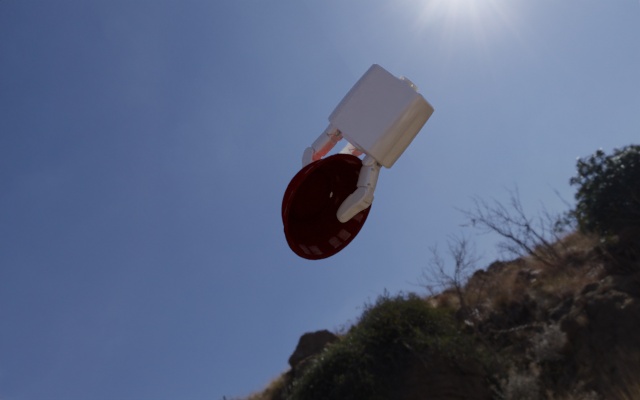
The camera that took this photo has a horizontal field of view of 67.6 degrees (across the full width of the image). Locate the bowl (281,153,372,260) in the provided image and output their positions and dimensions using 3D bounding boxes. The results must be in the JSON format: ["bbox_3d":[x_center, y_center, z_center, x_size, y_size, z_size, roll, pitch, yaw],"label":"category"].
[{"bbox_3d":[-0.001,0.003,0.685,0.162,0.162,0.055,0,21,-42],"label":"bowl"}]
